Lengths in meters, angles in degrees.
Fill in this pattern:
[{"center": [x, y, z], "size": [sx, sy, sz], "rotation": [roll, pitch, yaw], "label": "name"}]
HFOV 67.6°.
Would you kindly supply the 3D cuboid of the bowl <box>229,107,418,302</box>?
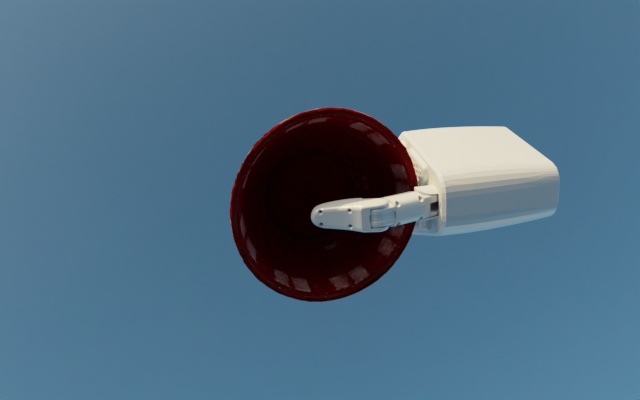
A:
[{"center": [-0.001, 0.001, 0.408], "size": [0.162, 0.162, 0.055], "rotation": [0, 13, -19], "label": "bowl"}]
